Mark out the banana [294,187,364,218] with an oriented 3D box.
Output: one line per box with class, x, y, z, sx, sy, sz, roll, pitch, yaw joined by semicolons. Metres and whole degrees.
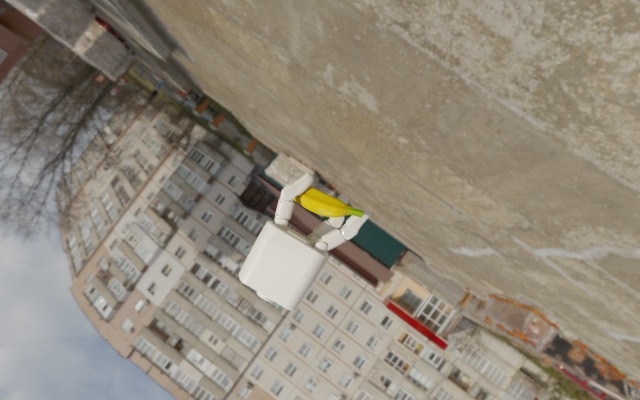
banana;-0.012;-0.002;0.815;0.070;0.037;0.197;23;2;-36
